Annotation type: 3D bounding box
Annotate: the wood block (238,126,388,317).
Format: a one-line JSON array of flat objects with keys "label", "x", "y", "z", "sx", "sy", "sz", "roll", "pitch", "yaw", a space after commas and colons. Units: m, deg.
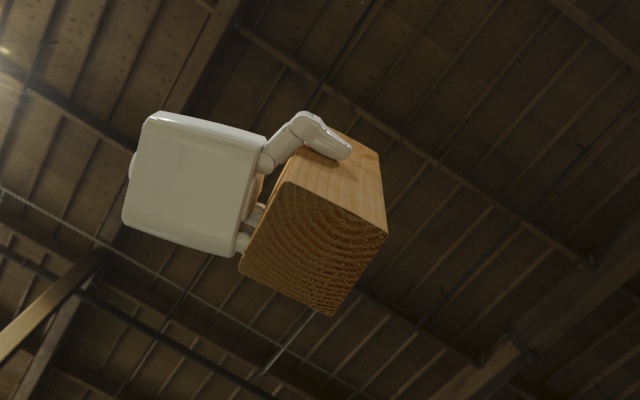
[{"label": "wood block", "x": 0.000, "y": 0.001, "z": 0.459, "sx": 0.090, "sy": 0.091, "sz": 0.206, "roll": 27, "pitch": 22, "yaw": -7}]
